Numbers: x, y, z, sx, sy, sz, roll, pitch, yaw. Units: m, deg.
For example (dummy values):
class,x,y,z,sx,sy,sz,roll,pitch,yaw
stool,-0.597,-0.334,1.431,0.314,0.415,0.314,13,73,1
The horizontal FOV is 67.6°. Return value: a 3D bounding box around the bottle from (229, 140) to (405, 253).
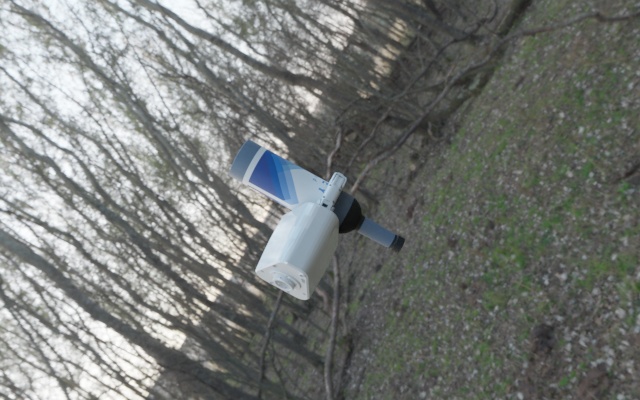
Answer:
class,x,y,z,sx,sy,sz,roll,pitch,yaw
bottle,0.000,0.002,0.763,0.296,0.069,0.069,29,-1,-1
